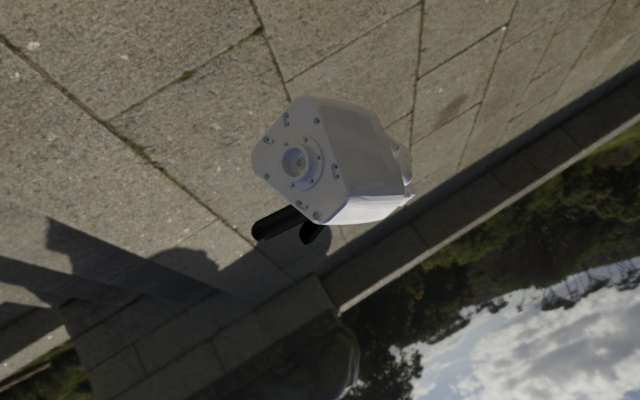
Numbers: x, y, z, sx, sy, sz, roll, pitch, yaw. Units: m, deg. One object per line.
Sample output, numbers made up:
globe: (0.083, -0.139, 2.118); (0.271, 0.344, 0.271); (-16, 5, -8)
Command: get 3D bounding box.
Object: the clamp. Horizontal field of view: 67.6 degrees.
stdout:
clamp: (0.001, 0.002, 0.561); (0.171, 0.039, 0.120); (-44, -20, 27)
